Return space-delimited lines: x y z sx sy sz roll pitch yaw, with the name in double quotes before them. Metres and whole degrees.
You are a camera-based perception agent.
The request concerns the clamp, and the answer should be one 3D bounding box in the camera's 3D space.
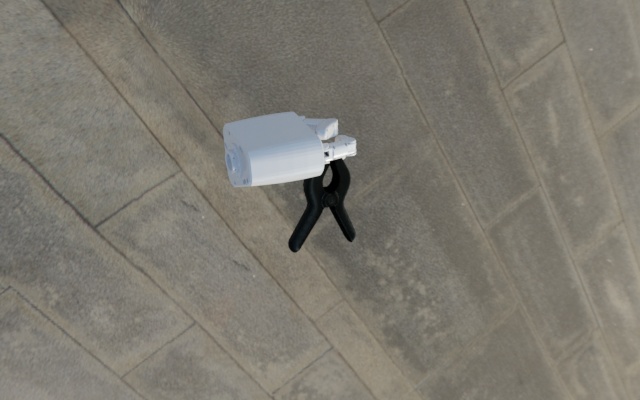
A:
"clamp" 0.001 0.002 0.737 0.120 0.171 0.039 -19 25 -32
